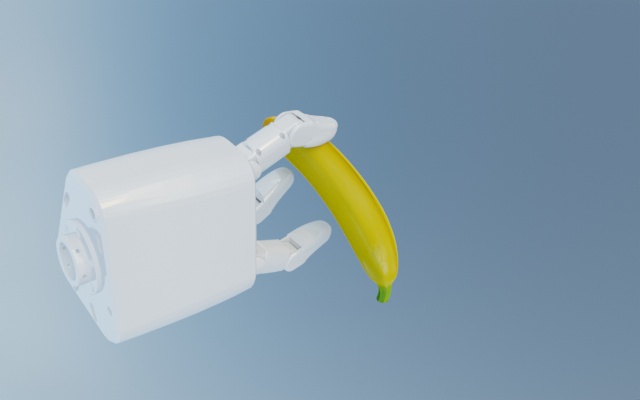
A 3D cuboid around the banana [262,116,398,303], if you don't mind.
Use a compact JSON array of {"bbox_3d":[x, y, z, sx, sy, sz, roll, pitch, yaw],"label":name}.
[{"bbox_3d":[0.011,-0.005,0.403,0.037,0.197,0.070,-23,-14,-40],"label":"banana"}]
